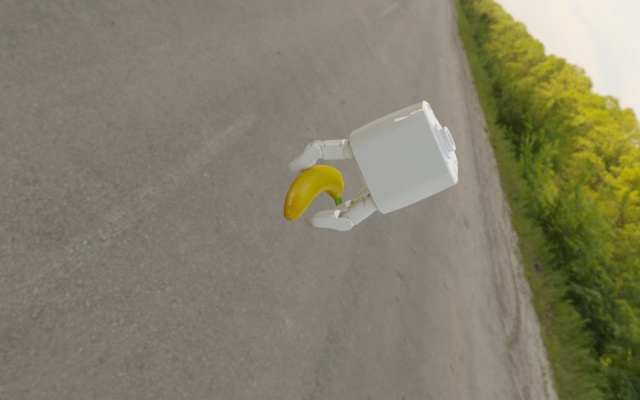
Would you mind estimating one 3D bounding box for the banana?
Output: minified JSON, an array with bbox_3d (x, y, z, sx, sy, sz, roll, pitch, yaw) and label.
[{"bbox_3d":[-0.003,-0.016,0.677,0.037,0.069,0.198,-14,-2,24],"label":"banana"}]
